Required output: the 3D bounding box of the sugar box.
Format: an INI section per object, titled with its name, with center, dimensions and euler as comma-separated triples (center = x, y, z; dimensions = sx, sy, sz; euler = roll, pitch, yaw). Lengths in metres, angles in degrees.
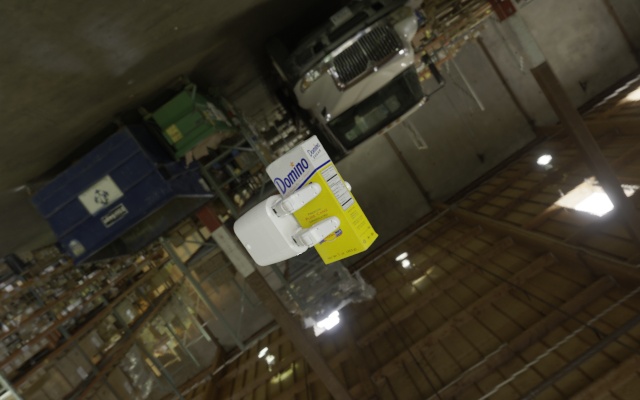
[sugar box]
center = 0.000, 0.003, 0.707
dimensions = 0.093, 0.176, 0.048
euler = -28, 9, 44
